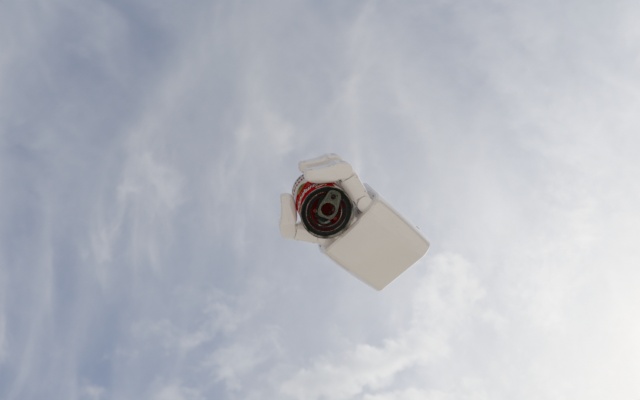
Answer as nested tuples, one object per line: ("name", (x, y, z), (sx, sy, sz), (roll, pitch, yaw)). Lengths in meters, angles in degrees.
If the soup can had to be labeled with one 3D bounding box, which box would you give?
("soup can", (0.000, 0.002, 0.634), (0.068, 0.068, 0.102), (0, 15, -10))
